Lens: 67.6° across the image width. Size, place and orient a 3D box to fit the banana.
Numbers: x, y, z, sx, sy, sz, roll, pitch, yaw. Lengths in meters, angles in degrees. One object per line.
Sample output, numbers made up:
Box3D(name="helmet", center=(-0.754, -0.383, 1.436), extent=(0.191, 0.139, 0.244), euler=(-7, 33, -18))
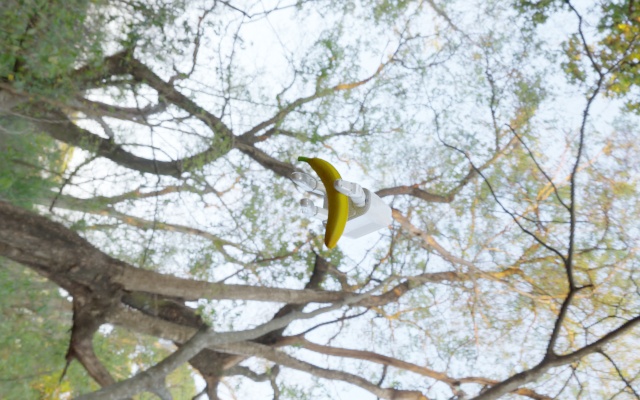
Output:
Box3D(name="banana", center=(0.017, -0.007, 0.881), extent=(0.069, 0.197, 0.037), euler=(-21, -27, 5))
